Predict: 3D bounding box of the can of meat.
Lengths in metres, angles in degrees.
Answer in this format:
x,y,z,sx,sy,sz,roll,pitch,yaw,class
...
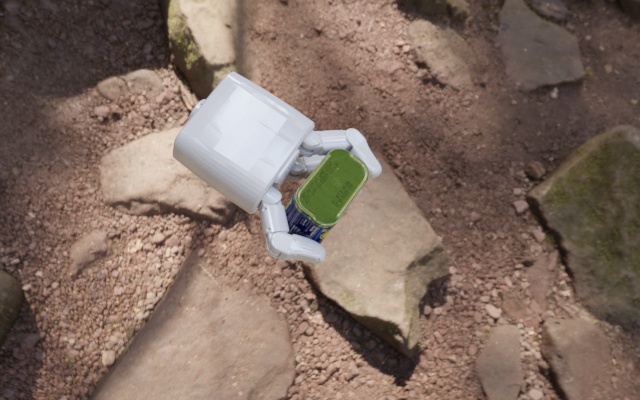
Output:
x,y,z,sx,sy,sz,roll,pitch,yaw,class
0.000,0.002,0.517,0.057,0.102,0.084,37,-34,0,can of meat
